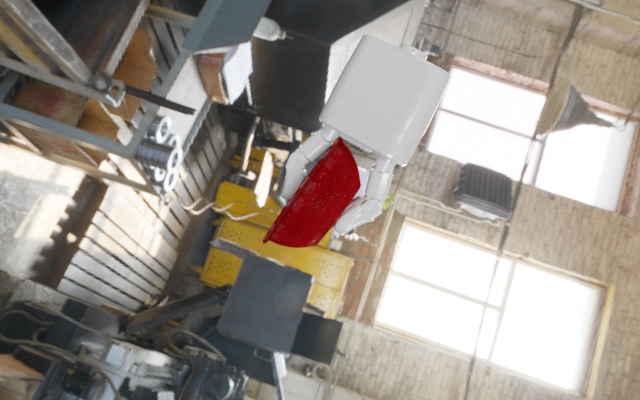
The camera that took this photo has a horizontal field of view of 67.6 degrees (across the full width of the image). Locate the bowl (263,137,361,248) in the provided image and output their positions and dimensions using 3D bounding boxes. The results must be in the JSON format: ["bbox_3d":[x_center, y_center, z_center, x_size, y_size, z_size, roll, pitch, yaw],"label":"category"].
[{"bbox_3d":[0.000,0.003,0.575,0.055,0.162,0.162,37,0,0],"label":"bowl"}]
